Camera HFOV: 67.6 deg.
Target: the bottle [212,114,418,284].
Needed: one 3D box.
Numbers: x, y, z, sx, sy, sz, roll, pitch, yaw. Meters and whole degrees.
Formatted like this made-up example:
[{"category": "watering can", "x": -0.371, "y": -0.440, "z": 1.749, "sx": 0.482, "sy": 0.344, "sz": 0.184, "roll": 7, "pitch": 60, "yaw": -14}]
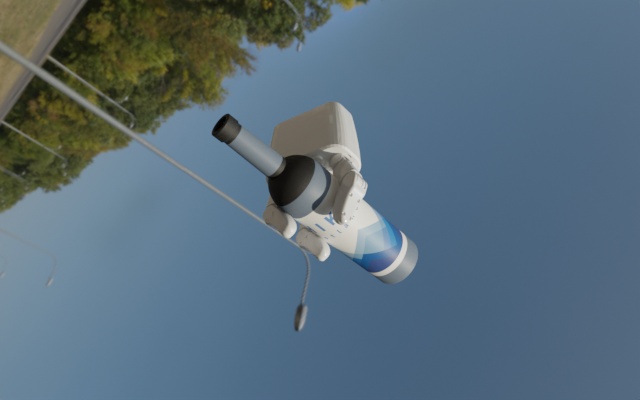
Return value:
[{"category": "bottle", "x": 0.000, "y": 0.002, "z": 0.549, "sx": 0.296, "sy": 0.069, "sz": 0.069, "roll": 38, "pitch": -22, "yaw": -31}]
